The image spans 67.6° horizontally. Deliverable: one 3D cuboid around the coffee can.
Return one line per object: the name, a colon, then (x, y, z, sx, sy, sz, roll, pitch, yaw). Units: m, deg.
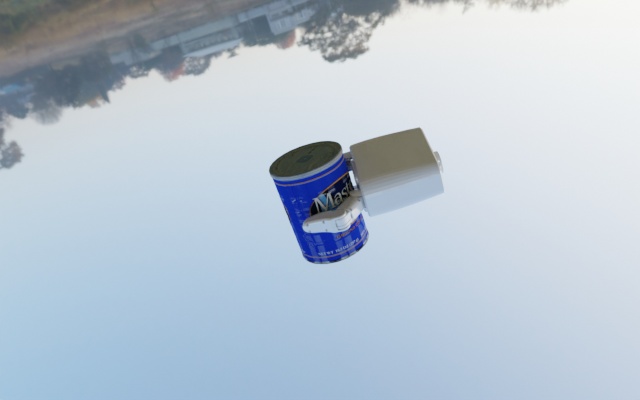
coffee can: (0.000, 0.002, 0.665, 0.103, 0.140, 0.102, -16, 26, 8)
